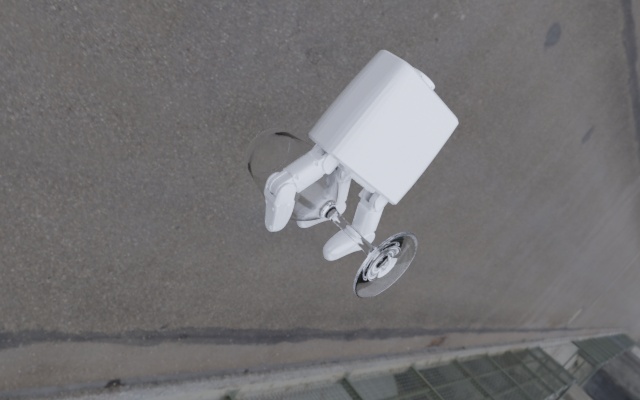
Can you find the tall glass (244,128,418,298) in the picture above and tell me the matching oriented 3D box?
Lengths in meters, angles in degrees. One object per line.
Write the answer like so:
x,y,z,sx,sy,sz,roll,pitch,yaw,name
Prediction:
0.000,0.002,0.477,0.079,0.079,0.201,0,34,-46,tall glass
